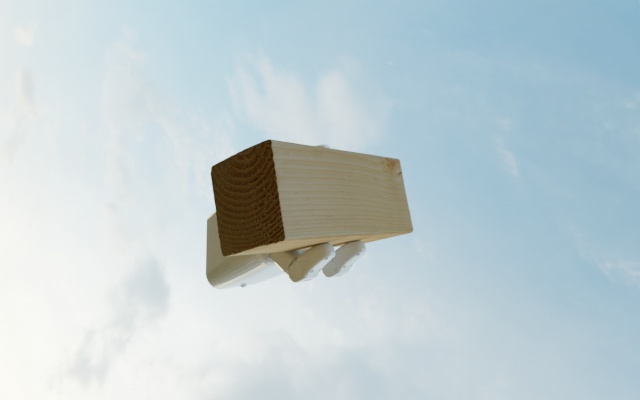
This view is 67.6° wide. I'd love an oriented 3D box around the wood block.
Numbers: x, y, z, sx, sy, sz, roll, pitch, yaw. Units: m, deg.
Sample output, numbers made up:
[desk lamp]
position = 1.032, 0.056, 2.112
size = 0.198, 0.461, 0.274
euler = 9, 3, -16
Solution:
[wood block]
position = 0.000, 0.001, 0.502
size = 0.090, 0.091, 0.206
euler = -18, -12, 39
